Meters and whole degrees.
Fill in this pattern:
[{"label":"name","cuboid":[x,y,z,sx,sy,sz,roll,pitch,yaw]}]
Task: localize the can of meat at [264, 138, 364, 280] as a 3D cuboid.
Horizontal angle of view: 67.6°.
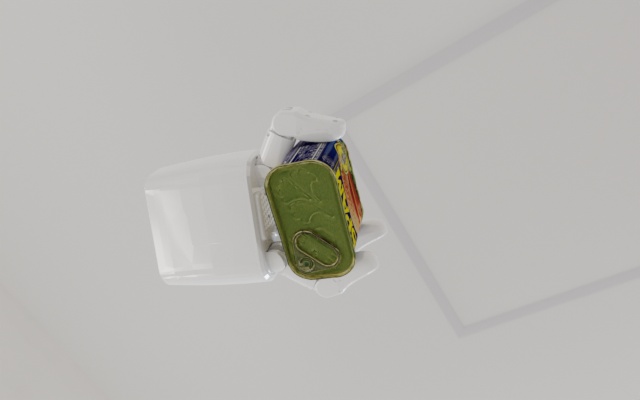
[{"label":"can of meat","cuboid":[0.000,0.001,0.406,0.057,0.102,0.084,-9,22,16]}]
